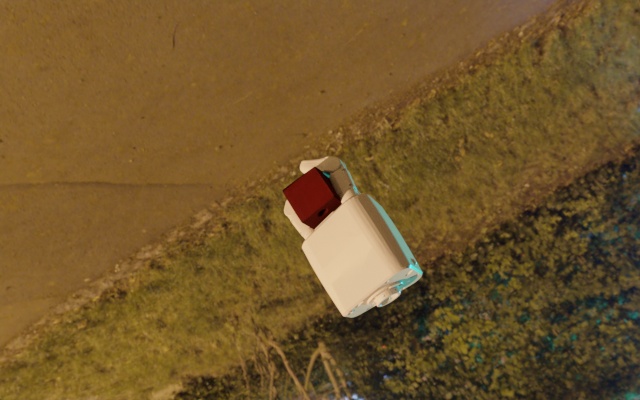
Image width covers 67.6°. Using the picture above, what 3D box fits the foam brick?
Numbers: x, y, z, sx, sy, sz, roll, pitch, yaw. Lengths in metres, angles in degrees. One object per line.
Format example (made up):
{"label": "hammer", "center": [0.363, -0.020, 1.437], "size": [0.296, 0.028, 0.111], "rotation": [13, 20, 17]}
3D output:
{"label": "foam brick", "center": [0.000, 0.002, 0.602], "size": [0.053, 0.051, 0.078], "rotation": [-37, -27, 11]}
